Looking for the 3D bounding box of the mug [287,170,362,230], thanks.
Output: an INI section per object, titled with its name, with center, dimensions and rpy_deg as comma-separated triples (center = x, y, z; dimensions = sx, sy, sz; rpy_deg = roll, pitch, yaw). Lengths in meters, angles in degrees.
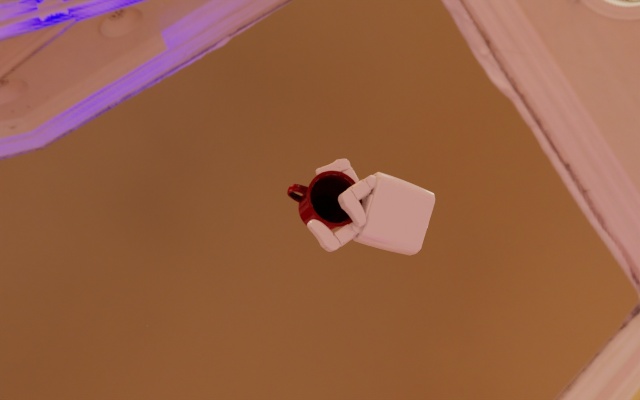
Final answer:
[mug]
center = -0.001, 0.002, 0.792
dimensions = 0.117, 0.093, 0.081
rpy_deg = 18, -19, -13
